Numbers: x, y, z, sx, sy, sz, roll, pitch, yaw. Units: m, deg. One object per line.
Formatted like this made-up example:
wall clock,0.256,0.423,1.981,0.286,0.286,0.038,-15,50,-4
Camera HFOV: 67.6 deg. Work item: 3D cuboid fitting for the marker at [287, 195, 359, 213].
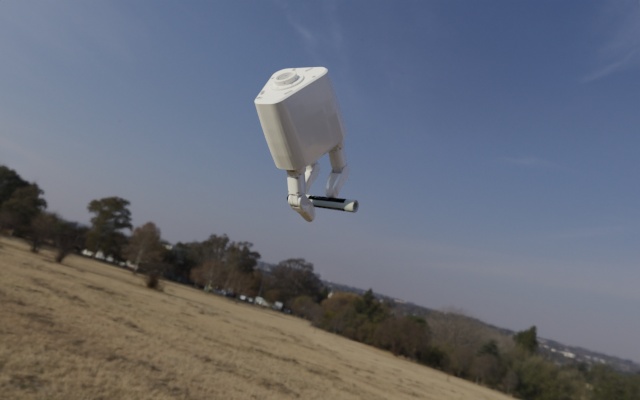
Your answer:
marker,0.000,0.002,0.718,0.121,0.020,0.020,7,4,32
